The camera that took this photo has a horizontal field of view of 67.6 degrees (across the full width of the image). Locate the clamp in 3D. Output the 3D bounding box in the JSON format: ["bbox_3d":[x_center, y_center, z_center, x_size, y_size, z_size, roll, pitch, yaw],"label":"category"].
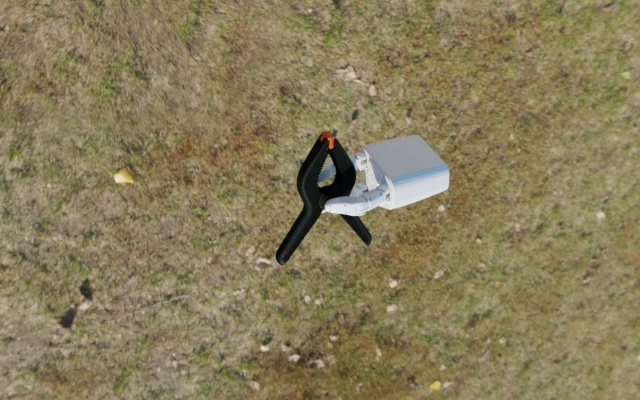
[{"bbox_3d":[0.001,0.002,0.721,0.164,0.210,0.036,-17,31,-19],"label":"clamp"}]
